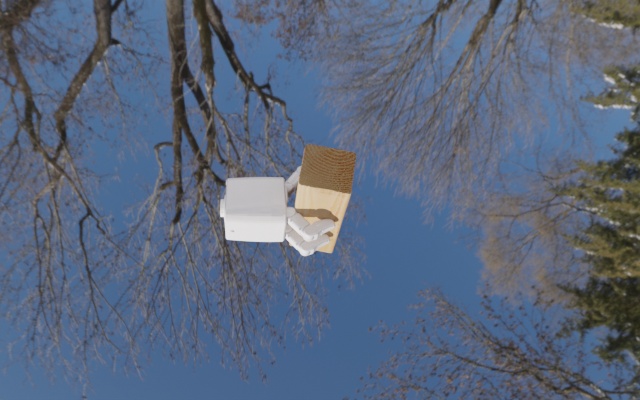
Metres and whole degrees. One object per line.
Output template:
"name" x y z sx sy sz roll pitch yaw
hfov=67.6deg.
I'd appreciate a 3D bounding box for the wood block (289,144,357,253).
"wood block" 0.000 0.003 0.872 0.090 0.090 0.206 10 -34 -2
